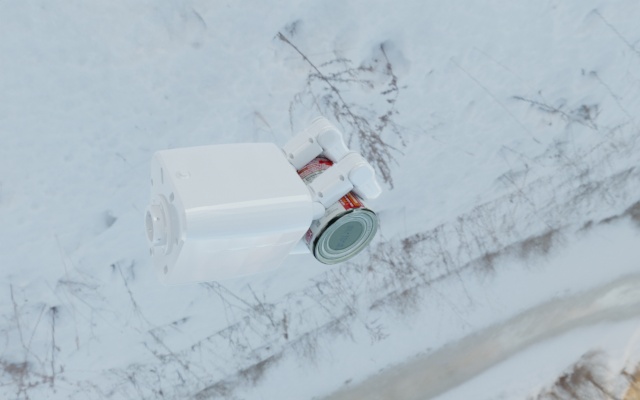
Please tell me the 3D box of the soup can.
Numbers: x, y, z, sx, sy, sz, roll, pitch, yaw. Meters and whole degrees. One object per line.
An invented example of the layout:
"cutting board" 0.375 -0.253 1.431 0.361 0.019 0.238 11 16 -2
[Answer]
"soup can" 0.001 0.002 0.450 0.068 0.068 0.102 0 39 -37
